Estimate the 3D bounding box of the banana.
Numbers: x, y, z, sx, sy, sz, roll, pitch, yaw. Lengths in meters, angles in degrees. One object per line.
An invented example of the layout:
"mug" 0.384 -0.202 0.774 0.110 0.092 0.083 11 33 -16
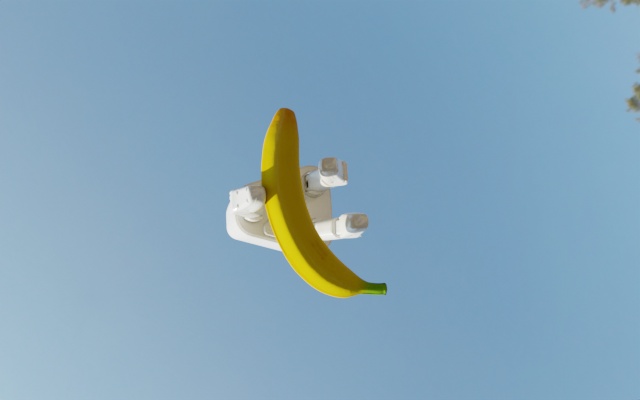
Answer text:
"banana" -0.014 0.013 0.443 0.069 0.198 0.037 -27 -2 -14
